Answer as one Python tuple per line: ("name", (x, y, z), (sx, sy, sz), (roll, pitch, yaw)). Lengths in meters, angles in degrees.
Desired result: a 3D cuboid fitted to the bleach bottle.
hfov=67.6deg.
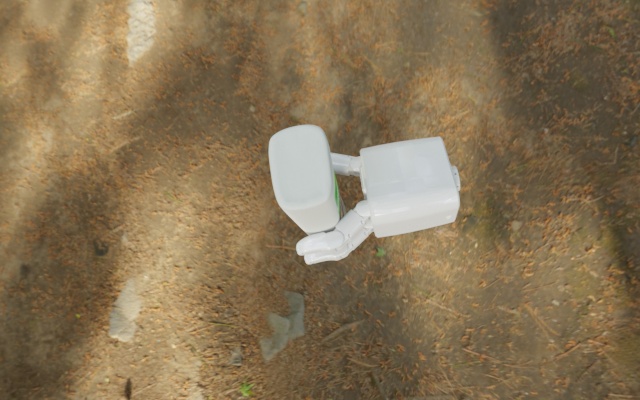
("bleach bottle", (0.000, 0.002, 0.627), (0.068, 0.102, 0.251), (-11, -19, 7))
